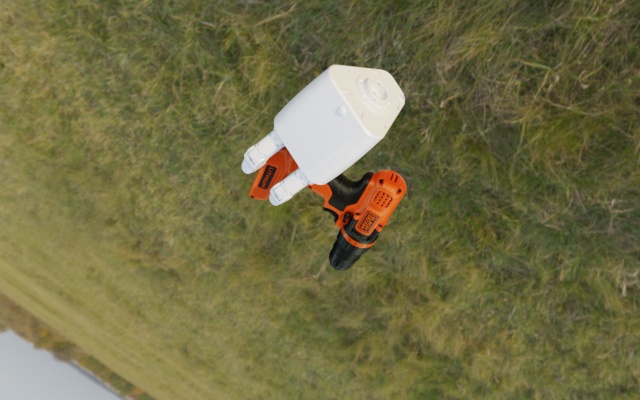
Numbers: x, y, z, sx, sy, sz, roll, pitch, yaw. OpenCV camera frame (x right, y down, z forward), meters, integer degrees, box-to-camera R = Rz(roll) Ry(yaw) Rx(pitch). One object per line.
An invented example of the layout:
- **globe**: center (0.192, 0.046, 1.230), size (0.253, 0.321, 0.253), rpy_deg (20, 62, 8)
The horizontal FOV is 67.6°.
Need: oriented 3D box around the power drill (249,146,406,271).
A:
- **power drill**: center (0.000, 0.002, 0.659), size (0.187, 0.184, 0.057), rpy_deg (27, 36, -2)
